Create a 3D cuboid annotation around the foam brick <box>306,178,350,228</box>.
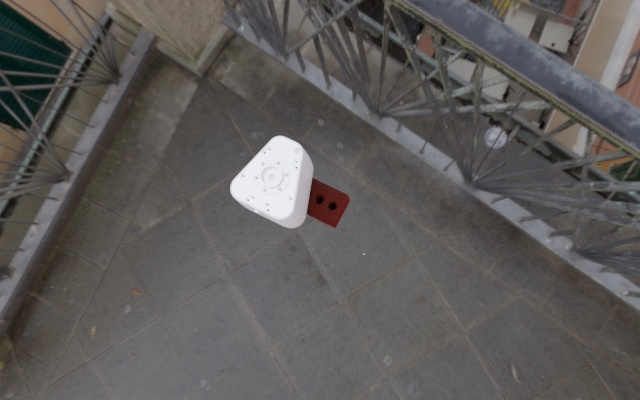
[{"bbox_3d":[0.000,0.003,0.749,0.078,0.053,0.051,25,-6,7],"label":"foam brick"}]
